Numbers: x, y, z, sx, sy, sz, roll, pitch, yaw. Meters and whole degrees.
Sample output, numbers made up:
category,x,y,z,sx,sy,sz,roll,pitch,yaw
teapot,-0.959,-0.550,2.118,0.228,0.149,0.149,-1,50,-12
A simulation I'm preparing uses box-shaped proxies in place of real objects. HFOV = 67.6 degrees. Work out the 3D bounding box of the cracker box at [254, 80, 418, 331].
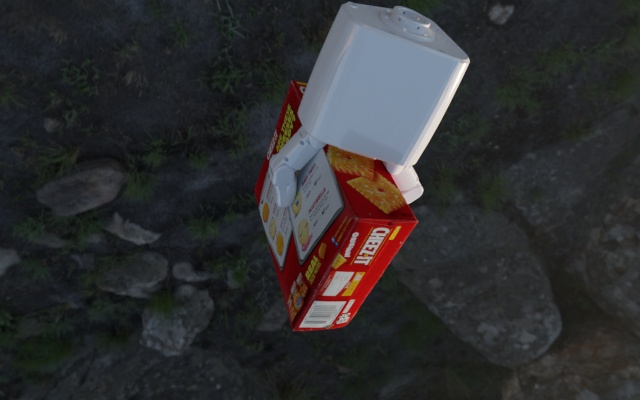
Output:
category,x,y,z,sx,sy,sz,roll,pitch,yaw
cracker box,0.000,0.002,0.507,0.072,0.164,0.213,4,41,-26
